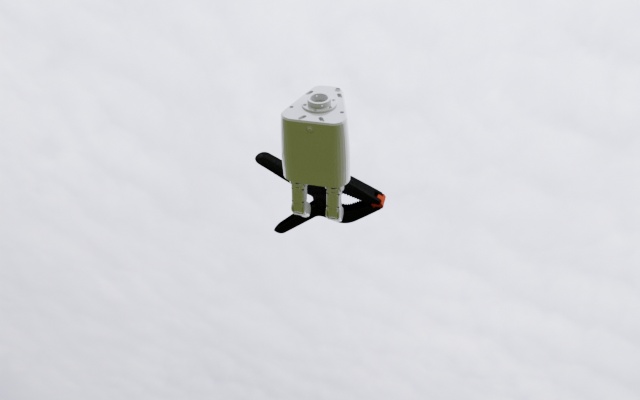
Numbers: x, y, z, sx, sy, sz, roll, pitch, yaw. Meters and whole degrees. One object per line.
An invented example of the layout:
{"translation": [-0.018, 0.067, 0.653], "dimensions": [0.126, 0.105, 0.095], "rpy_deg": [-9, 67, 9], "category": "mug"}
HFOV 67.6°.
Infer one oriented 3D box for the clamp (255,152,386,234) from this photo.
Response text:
{"translation": [0.001, 0.002, 0.785], "dimensions": [0.210, 0.165, 0.036], "rpy_deg": [9, 42, 13], "category": "clamp"}
